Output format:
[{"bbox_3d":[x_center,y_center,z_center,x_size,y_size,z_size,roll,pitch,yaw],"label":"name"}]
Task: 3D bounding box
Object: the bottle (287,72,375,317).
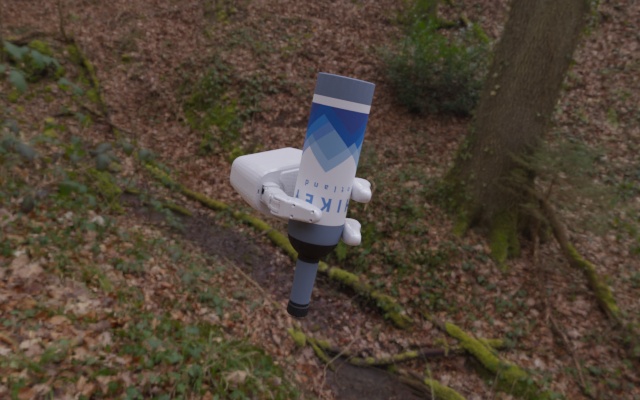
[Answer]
[{"bbox_3d":[0.000,0.002,0.575,0.069,0.296,0.069,11,13,-3],"label":"bottle"}]
